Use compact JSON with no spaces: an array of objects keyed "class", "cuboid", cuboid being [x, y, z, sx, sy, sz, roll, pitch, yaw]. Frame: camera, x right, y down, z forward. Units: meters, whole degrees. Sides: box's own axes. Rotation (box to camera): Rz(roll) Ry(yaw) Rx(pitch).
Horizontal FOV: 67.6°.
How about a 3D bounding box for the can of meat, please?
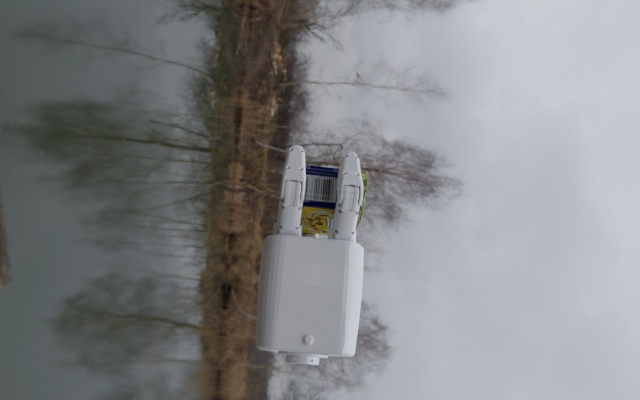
[{"class":"can of meat","cuboid":[0.000,0.002,0.519,0.084,0.057,0.102,6,-22,-4]}]
